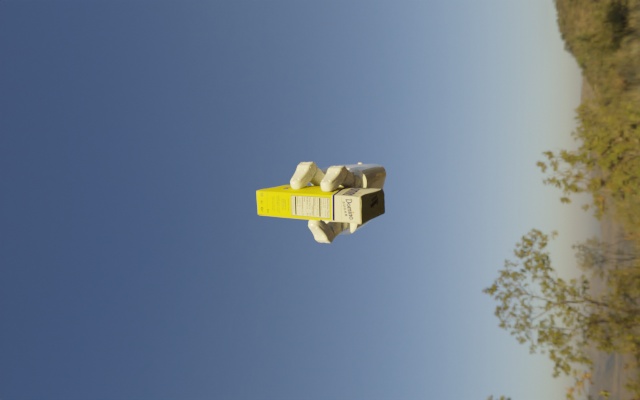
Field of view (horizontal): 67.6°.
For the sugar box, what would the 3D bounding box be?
[{"bbox_3d":[0.000,0.002,0.727,0.176,0.048,0.093,1,9,28],"label":"sugar box"}]
